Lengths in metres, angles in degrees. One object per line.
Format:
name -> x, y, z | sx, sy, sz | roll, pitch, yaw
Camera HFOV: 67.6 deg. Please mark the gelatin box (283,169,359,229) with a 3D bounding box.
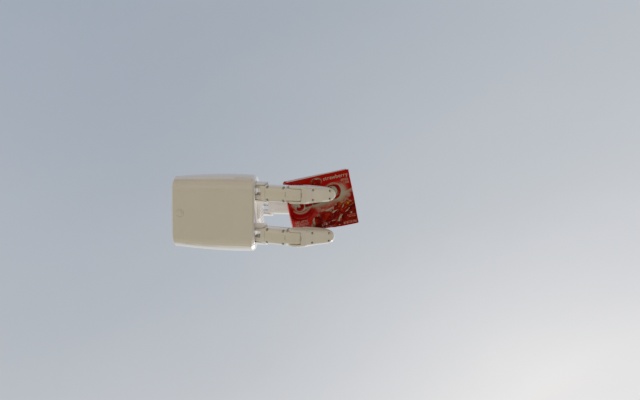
gelatin box -> 0.000, 0.002, 0.634 | 0.089, 0.073, 0.030 | -12, 7, -3
